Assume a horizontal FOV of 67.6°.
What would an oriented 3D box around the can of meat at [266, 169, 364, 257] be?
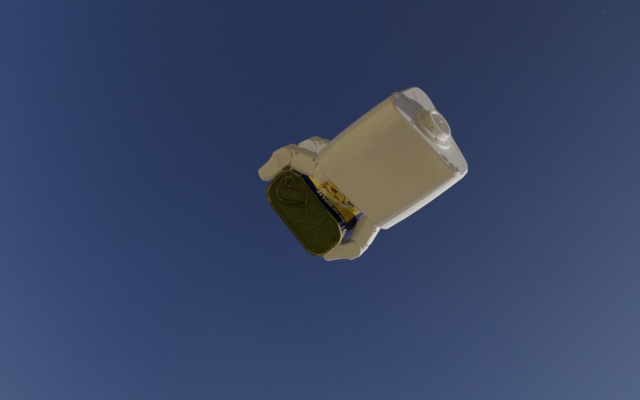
[{"bbox_3d":[0.000,0.002,0.560,0.057,0.102,0.084,-42,-5,36],"label":"can of meat"}]
